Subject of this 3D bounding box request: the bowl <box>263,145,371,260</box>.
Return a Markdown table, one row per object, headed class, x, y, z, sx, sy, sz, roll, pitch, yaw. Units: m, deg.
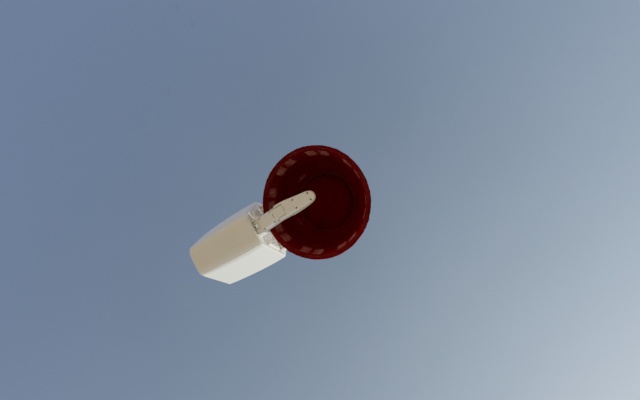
| class | x | y | z | sx | sy | sz | roll | pitch | yaw |
| --- | --- | --- | --- | --- | --- | --- | --- | --- | --- |
| bowl | 0.001 | 0.002 | 0.693 | 0.162 | 0.162 | 0.055 | 0 | 1 | 19 |
